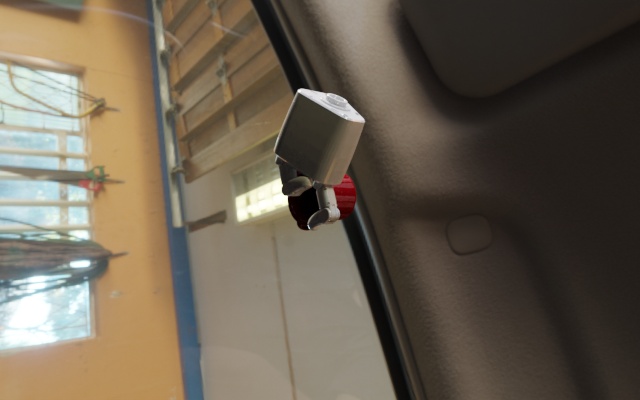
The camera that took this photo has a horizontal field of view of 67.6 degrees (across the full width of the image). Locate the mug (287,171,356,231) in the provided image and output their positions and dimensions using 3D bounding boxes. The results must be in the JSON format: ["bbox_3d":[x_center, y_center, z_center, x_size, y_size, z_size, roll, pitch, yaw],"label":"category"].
[{"bbox_3d":[0.000,0.004,0.793,0.081,0.117,0.093,-1,35,-41],"label":"mug"}]
